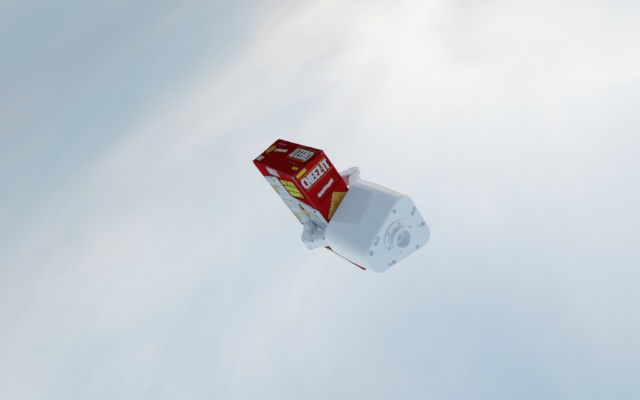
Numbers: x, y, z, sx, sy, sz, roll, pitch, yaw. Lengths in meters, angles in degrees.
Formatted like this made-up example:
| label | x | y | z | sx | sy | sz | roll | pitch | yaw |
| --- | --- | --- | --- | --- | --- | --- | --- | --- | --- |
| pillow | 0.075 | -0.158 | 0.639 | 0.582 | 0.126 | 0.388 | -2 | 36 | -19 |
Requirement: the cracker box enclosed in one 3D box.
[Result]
| label | x | y | z | sx | sy | sz | roll | pitch | yaw |
| --- | --- | --- | --- | --- | --- | --- | --- | --- | --- |
| cracker box | 0.000 | 0.003 | 0.799 | 0.072 | 0.214 | 0.164 | -44 | 29 | -14 |
